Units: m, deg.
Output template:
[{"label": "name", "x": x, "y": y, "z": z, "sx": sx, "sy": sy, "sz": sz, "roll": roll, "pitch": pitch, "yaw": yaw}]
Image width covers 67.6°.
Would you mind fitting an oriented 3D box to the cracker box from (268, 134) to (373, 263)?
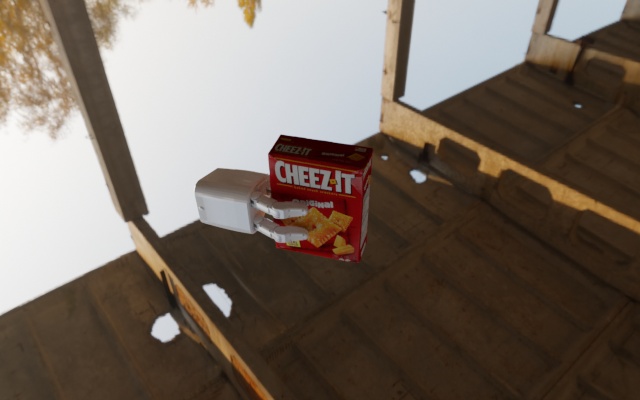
[{"label": "cracker box", "x": 0.000, "y": 0.003, "z": 0.835, "sx": 0.164, "sy": 0.214, "sz": 0.072, "roll": 10, "pitch": 40, "yaw": 13}]
